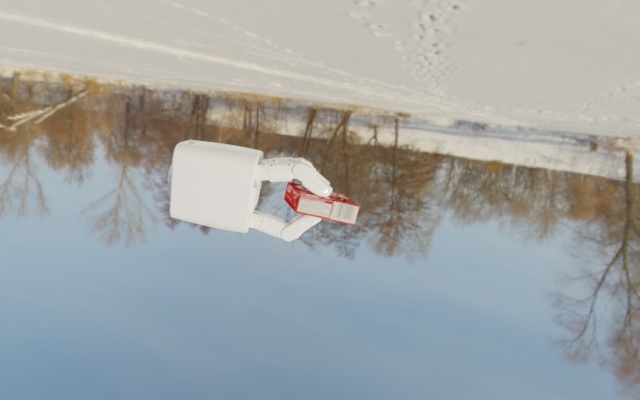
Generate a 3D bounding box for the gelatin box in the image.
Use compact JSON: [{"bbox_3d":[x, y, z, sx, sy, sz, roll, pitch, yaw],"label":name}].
[{"bbox_3d":[0.000,0.003,0.659,0.089,0.030,0.073,13,10,-17],"label":"gelatin box"}]
